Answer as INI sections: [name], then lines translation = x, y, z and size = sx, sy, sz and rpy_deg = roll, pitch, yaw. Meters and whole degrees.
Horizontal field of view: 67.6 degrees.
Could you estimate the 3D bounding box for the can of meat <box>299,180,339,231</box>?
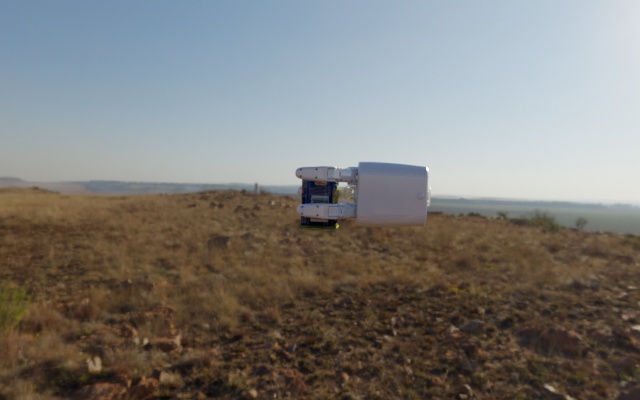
[can of meat]
translation = 0.000, 0.002, 0.757
size = 0.057, 0.084, 0.102
rpy_deg = 3, 2, 7
